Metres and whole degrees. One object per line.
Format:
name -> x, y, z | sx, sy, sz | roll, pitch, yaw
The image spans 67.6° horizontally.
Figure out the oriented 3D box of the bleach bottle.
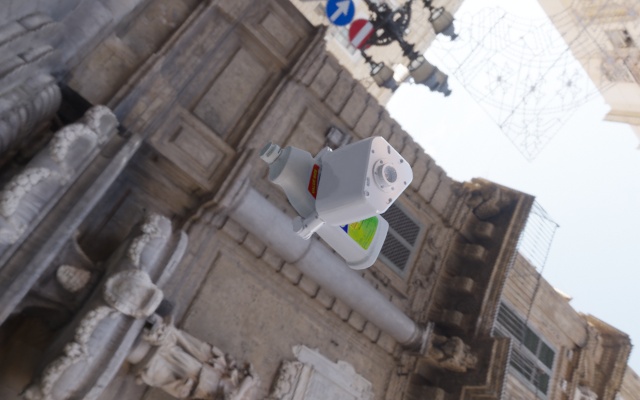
bleach bottle -> 0.000, 0.002, 0.776 | 0.251, 0.102, 0.068 | 41, -31, -23
